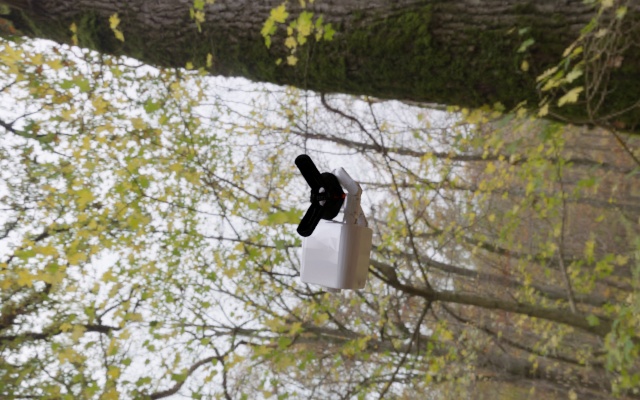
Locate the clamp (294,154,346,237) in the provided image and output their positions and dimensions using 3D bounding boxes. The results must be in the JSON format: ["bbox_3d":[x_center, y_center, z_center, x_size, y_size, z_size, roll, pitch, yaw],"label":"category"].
[{"bbox_3d":[0.000,0.002,0.756,0.039,0.120,0.171,4,-7,25],"label":"clamp"}]
